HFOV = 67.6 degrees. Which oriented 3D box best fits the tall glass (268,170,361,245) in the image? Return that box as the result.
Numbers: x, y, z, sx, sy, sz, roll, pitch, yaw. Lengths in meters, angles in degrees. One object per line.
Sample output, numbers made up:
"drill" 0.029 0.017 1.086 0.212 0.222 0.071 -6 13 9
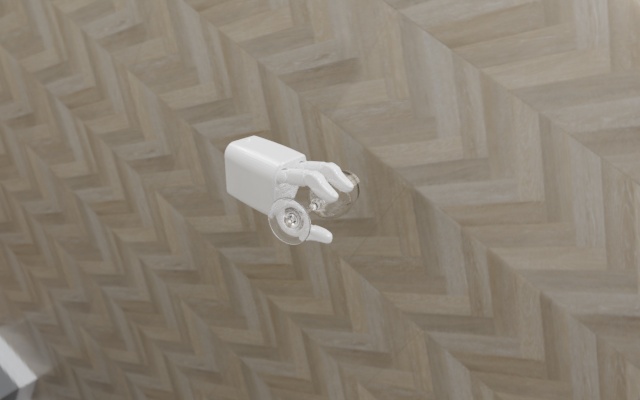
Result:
"tall glass" 0.000 0.003 0.792 0.079 0.079 0.201 0 16 30
